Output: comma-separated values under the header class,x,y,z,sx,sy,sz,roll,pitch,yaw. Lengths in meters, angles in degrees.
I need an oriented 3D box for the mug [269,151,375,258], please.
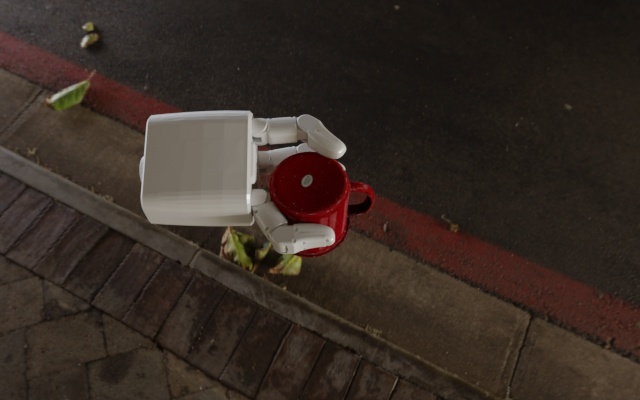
class,x,y,z,sx,sy,sz,roll,pitch,yaw
mug,0.002,0.002,0.510,0.117,0.093,0.081,-2,-31,-3
